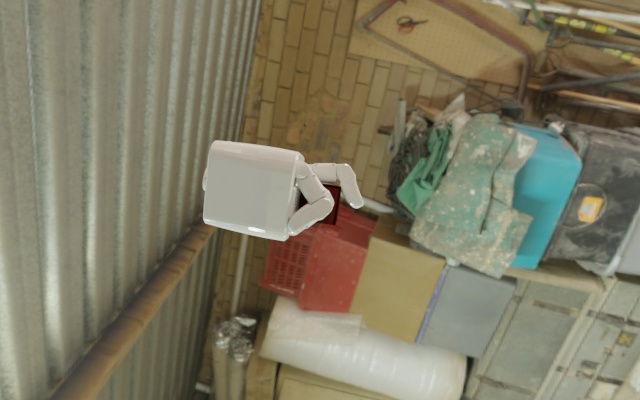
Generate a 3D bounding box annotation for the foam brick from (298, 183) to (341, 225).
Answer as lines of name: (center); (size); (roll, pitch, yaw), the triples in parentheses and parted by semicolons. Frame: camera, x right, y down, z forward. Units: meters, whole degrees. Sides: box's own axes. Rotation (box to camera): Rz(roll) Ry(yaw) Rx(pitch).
foam brick: (0.000, 0.002, 0.649); (0.051, 0.053, 0.078); (8, 1, 3)
